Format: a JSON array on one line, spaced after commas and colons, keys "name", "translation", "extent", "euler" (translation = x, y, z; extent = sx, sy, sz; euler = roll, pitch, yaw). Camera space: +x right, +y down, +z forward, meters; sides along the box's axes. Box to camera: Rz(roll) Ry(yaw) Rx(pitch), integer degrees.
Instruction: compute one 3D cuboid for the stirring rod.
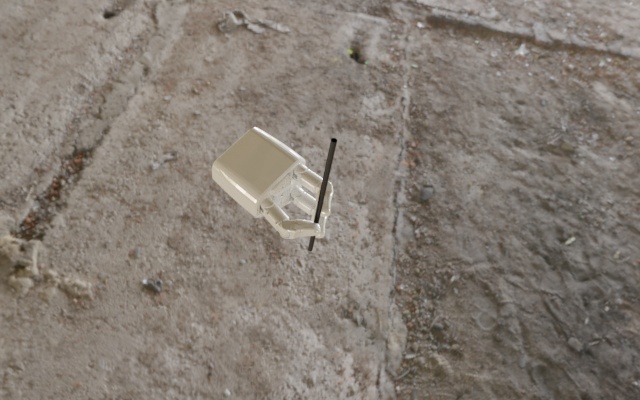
[{"name": "stirring rod", "translation": [0.000, 0.002, 0.681], "extent": [0.011, 0.011, 0.240], "euler": [0, -40, -10]}]
